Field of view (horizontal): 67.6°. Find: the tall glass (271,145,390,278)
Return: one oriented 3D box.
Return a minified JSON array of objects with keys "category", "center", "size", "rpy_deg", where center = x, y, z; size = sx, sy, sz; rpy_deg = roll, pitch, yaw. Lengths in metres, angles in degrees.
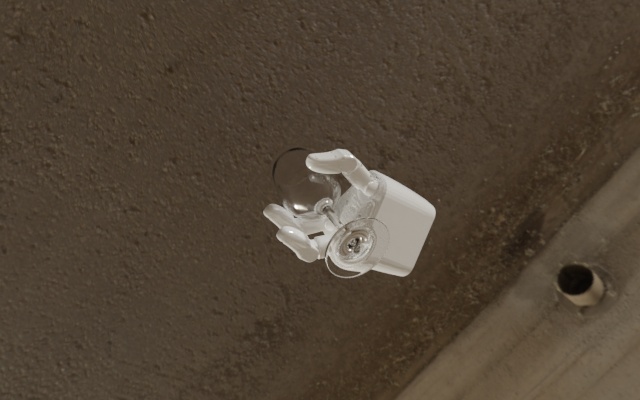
[{"category":"tall glass","center":[0.000,0.002,0.566],"size":[0.079,0.079,0.201],"rpy_deg":[0,29,-27]}]
